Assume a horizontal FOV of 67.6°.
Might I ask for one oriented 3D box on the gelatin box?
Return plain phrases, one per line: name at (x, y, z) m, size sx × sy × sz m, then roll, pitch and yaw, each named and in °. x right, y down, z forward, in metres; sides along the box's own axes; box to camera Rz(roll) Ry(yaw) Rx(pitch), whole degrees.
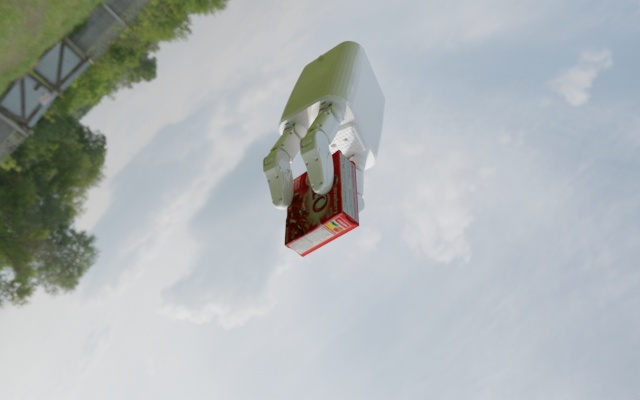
gelatin box at (0.000, 0.002, 0.475) m, size 0.073 × 0.089 × 0.030 m, roll -31°, pitch -51°, yaw 29°
